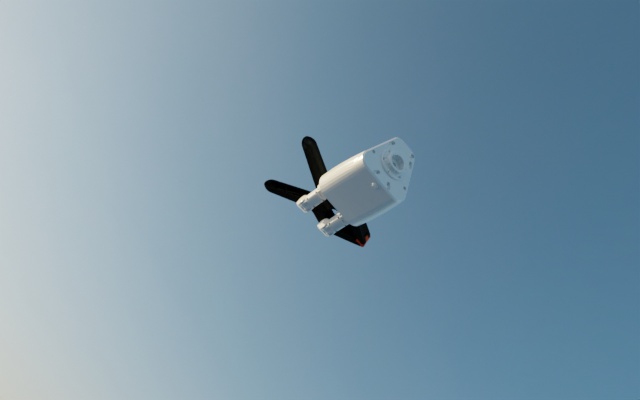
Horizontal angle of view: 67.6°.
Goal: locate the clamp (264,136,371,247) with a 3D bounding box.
[{"bbox_3d":[0.001,0.003,0.832,0.164,0.210,0.036,-31,14,49],"label":"clamp"}]
